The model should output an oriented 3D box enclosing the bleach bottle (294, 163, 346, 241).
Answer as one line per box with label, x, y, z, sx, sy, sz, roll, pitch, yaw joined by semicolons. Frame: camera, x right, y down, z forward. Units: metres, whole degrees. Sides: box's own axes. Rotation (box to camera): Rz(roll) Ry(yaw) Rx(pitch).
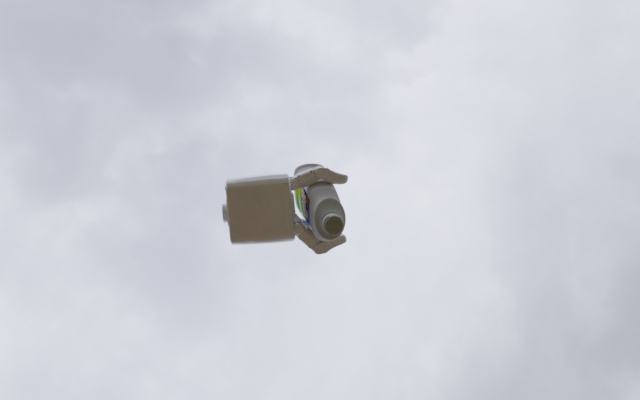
bleach bottle;0.000;0.003;0.826;0.068;0.102;0.250;-4;13;-8
